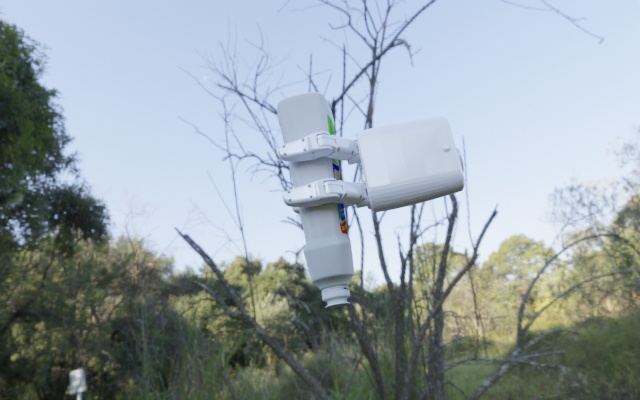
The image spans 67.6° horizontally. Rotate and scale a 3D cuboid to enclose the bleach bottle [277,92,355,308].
[{"bbox_3d":[0.000,0.002,0.574,0.068,0.250,0.103,-12,-19,6],"label":"bleach bottle"}]
